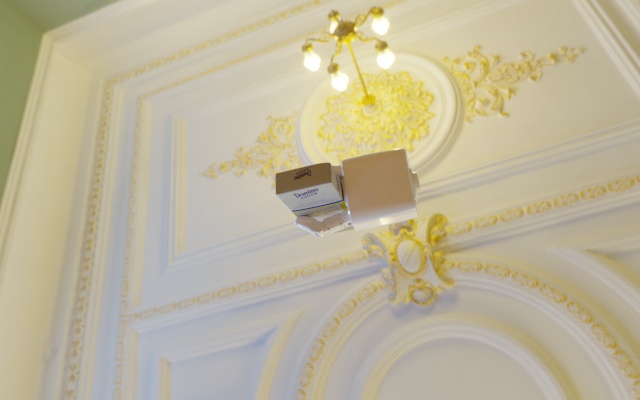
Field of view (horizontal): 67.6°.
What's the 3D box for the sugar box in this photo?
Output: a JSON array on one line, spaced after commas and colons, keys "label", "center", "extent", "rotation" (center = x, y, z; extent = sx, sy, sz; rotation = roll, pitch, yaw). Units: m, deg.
[{"label": "sugar box", "center": [0.000, 0.002, 0.799], "extent": [0.093, 0.048, 0.176], "rotation": [-12, -32, 14]}]
